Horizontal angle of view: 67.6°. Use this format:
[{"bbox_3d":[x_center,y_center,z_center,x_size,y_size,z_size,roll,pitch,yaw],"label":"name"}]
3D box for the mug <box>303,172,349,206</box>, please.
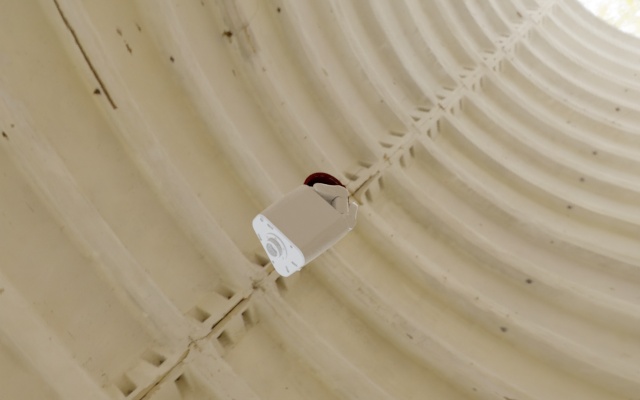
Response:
[{"bbox_3d":[0.001,0.002,0.881,0.117,0.093,0.081,-32,-7,-39],"label":"mug"}]
